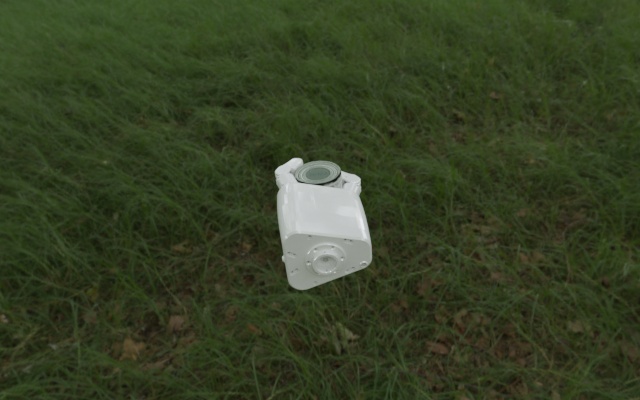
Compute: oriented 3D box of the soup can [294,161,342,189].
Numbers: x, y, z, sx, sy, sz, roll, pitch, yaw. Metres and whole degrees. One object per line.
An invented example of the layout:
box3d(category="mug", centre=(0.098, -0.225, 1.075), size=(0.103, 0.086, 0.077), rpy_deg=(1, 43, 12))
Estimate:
box3d(category="soup can", centre=(0.000, 0.002, 0.695), size=(0.068, 0.102, 0.068), rpy_deg=(-4, 33, 3))
